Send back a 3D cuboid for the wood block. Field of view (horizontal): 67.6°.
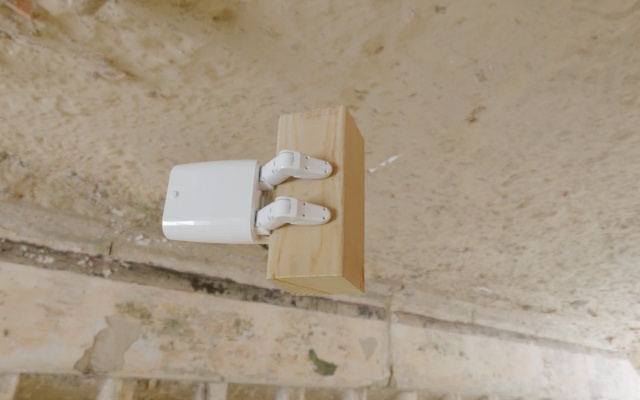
[{"bbox_3d":[0.000,0.002,0.573,0.090,0.206,0.091,-5,-24,18],"label":"wood block"}]
